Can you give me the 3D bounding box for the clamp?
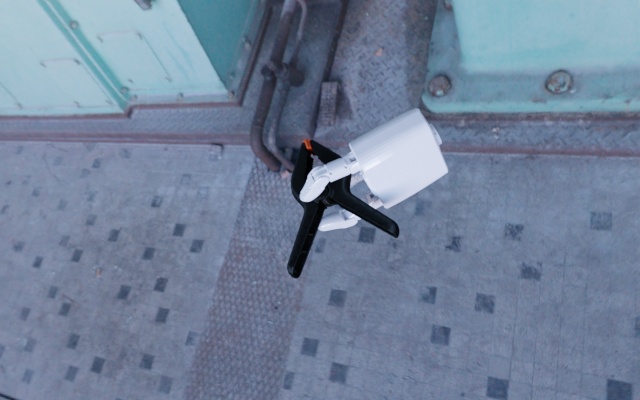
[{"bbox_3d":[0.000,0.001,0.694,0.164,0.210,0.036,-29,-31,7],"label":"clamp"}]
